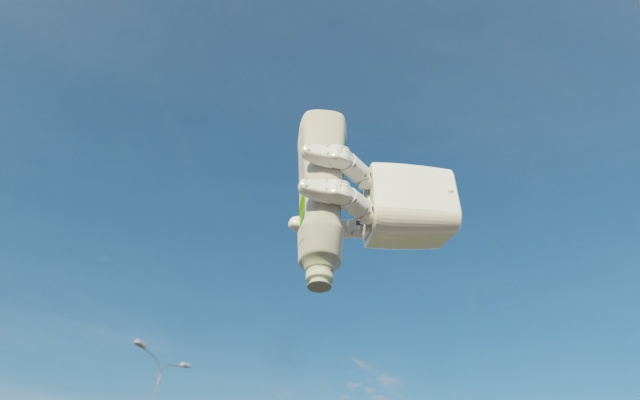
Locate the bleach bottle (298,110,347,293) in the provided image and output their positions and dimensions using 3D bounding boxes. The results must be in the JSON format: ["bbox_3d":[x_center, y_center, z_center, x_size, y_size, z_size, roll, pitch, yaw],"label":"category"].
[{"bbox_3d":[0.000,0.002,0.610,0.068,0.250,0.103,3,-38,-3],"label":"bleach bottle"}]
